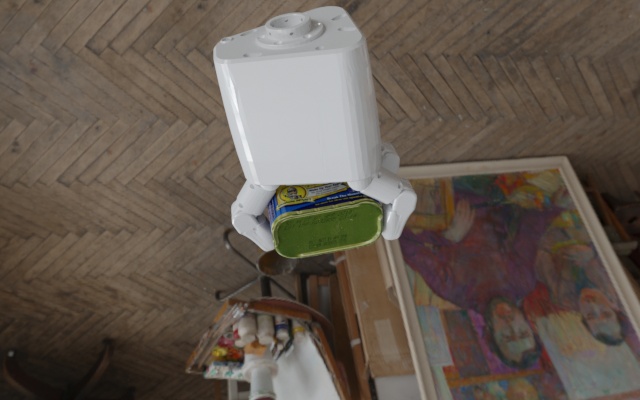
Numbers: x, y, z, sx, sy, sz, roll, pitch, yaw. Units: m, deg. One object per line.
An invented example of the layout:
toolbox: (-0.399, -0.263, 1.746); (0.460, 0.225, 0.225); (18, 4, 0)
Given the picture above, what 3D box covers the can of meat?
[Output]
can of meat: (0.000, 0.002, 0.436); (0.102, 0.057, 0.084); (-11, 39, -4)
